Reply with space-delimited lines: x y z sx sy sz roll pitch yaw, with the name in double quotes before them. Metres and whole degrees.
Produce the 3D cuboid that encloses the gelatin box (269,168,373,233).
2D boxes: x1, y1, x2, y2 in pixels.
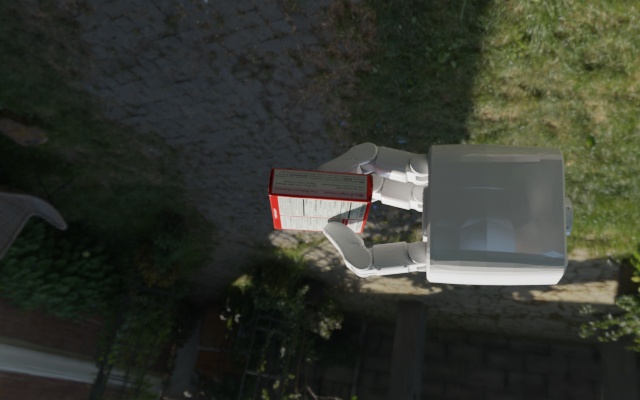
"gelatin box" 0.000 0.002 0.435 0.089 0.030 0.073 3 -26 0
